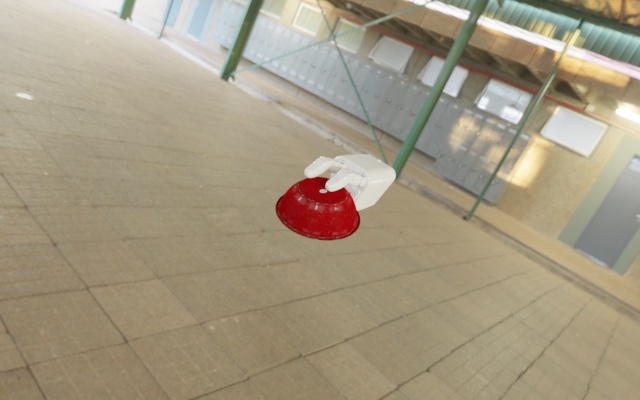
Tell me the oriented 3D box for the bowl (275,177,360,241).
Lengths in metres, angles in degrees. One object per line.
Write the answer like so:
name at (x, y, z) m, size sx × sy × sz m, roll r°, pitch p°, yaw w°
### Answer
bowl at (0.000, 0.003, 0.877) m, size 0.162 × 0.055 × 0.162 m, roll 8°, pitch 34°, yaw -6°
